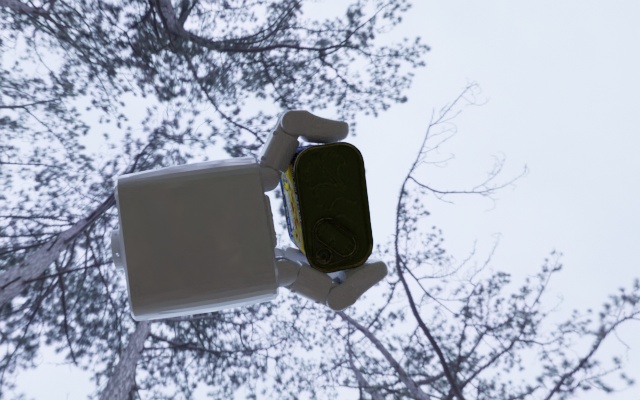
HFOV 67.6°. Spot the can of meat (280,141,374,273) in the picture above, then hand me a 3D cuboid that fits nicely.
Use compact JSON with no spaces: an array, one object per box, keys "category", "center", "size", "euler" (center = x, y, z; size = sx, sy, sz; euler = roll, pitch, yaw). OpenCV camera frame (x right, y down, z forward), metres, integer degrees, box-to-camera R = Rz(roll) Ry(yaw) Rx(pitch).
[{"category":"can of meat","center":[0.000,0.001,0.411],"size":[0.057,0.102,0.084],"euler":[-11,10,-15]}]
